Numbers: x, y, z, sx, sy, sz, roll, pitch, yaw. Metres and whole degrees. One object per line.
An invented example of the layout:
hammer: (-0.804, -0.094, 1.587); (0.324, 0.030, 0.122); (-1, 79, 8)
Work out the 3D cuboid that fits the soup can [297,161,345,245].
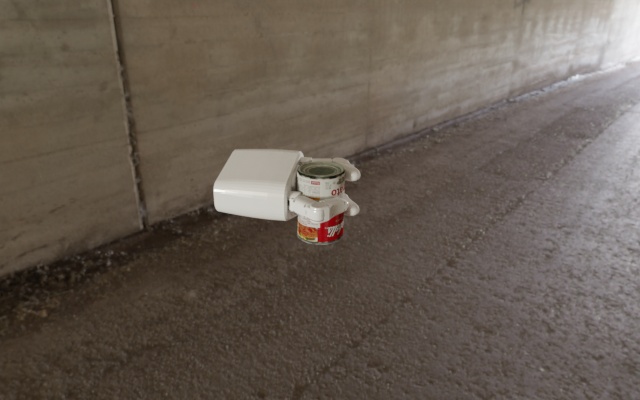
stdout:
soup can: (0.001, 0.002, 0.679); (0.068, 0.102, 0.068); (1, 23, 0)
